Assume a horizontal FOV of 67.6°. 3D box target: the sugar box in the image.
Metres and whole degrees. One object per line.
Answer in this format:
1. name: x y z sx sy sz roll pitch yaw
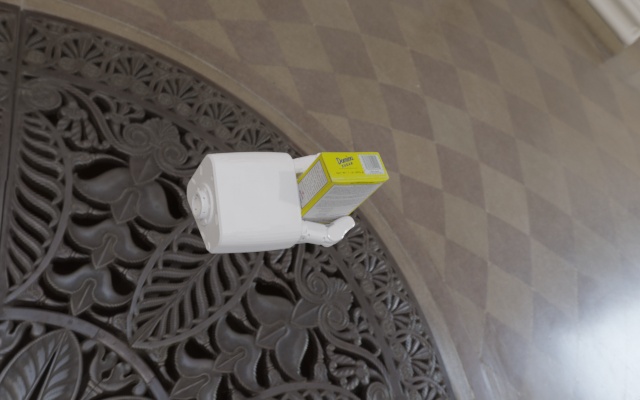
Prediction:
1. sugar box: 0.000 0.002 0.624 0.093 0.048 0.176 -3 -25 -36
